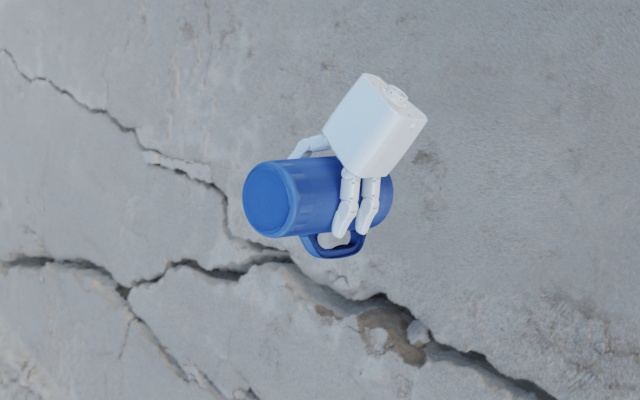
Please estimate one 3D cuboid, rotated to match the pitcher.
[{"bbox_3d":[0.000,0.002,0.746,0.243,0.149,0.145,-6,-39,-51],"label":"pitcher"}]
